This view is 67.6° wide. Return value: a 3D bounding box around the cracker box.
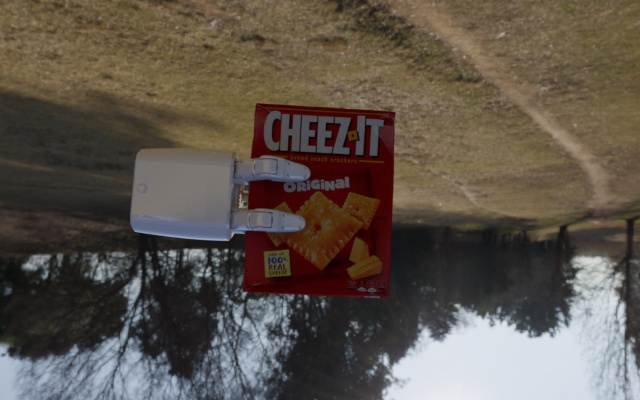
[{"bbox_3d":[0.000,0.002,0.556,0.164,0.213,0.072,3,-6,-2],"label":"cracker box"}]
